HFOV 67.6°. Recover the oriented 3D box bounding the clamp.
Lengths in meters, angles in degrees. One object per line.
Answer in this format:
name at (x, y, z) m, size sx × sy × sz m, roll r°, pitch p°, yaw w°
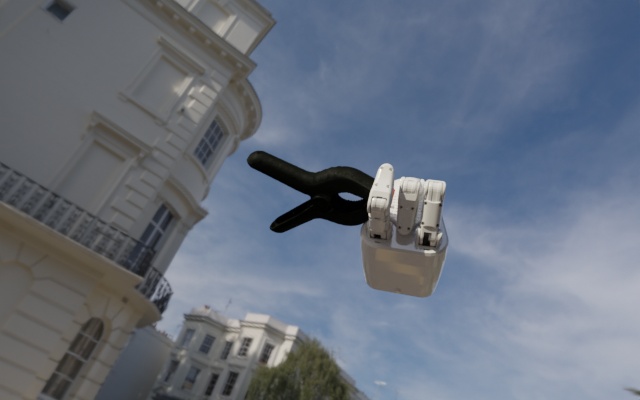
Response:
clamp at (0.000, 0.001, 0.566) m, size 0.171 × 0.039 × 0.120 m, roll 11°, pitch -41°, yaw 15°
